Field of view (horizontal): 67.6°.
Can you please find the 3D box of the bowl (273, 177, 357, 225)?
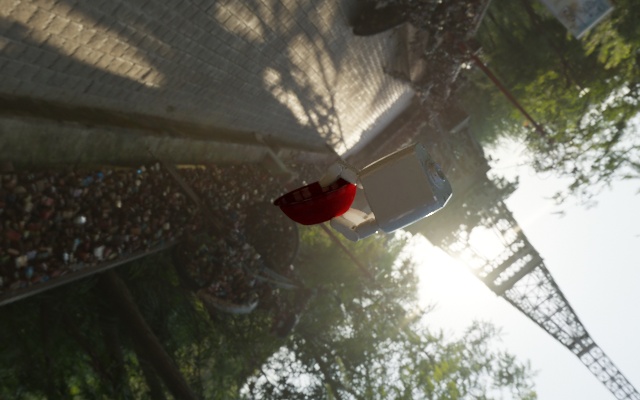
[{"bbox_3d":[-0.001,0.003,0.858,0.162,0.055,0.162,-17,11,3],"label":"bowl"}]
